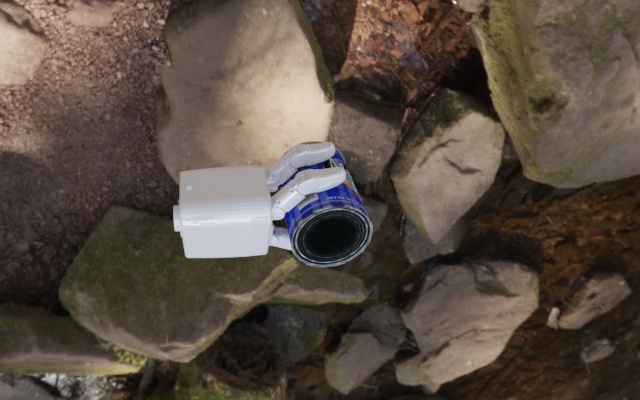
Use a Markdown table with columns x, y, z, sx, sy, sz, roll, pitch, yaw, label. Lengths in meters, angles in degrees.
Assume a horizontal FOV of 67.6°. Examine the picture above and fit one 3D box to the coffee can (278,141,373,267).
| x | y | z | sx | sy | sz | roll | pitch | yaw | label |
| --- | --- | --- | --- | --- | --- | --- | --- | --- | --- |
| 0.000 | 0.002 | 0.630 | 0.103 | 0.103 | 0.140 | 0 | 39 | -16 | coffee can |
